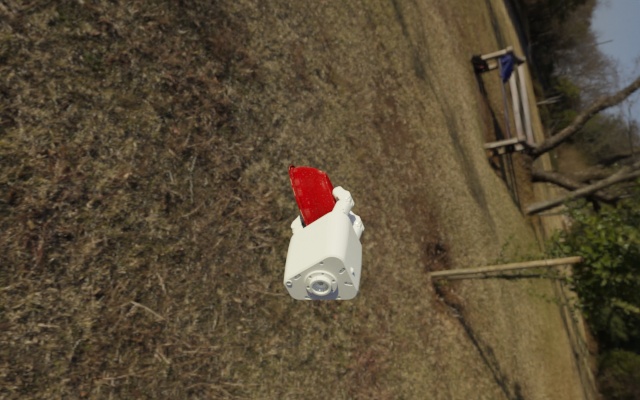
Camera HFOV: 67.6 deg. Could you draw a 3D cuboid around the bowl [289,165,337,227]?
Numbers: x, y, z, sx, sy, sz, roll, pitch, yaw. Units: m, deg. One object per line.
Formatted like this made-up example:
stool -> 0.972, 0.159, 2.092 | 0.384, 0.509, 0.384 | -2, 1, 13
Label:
bowl -> 0.000, 0.002, 0.852 | 0.055, 0.162, 0.162 | -21, -3, 7
